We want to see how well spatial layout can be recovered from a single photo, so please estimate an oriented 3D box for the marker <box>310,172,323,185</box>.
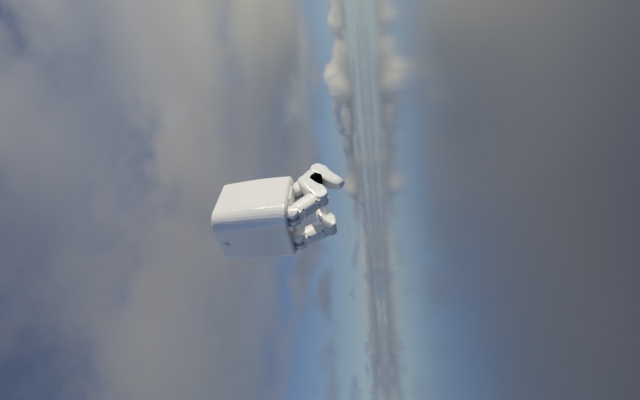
[{"bbox_3d":[0.000,0.002,0.748,0.020,0.020,0.121,0,-43,10],"label":"marker"}]
